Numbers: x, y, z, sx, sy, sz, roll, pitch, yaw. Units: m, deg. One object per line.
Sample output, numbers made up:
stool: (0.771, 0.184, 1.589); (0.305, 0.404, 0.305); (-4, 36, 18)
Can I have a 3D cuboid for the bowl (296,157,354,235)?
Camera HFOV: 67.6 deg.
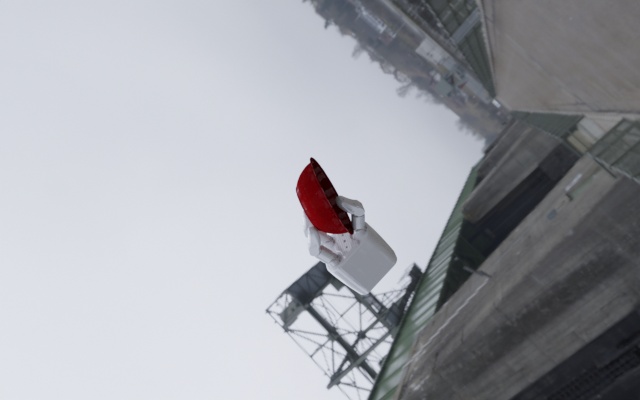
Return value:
bowl: (-0.001, 0.002, 0.878); (0.055, 0.162, 0.162); (-28, -5, 9)
